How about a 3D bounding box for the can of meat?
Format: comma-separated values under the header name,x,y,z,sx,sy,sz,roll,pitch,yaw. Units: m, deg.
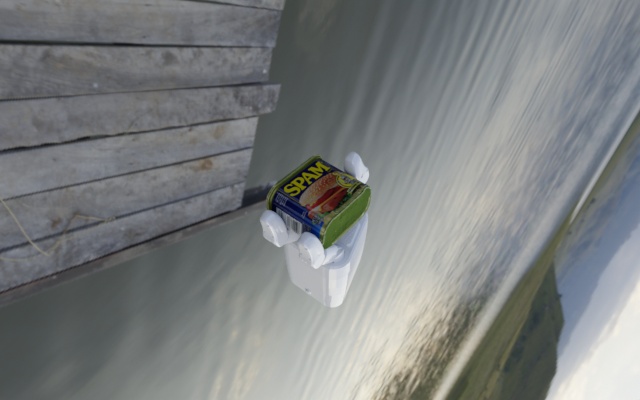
name,x,y,z,sx,sy,sz,roll,pitch,yaw
can of meat,0.000,0.002,0.571,0.084,0.057,0.102,31,51,24
